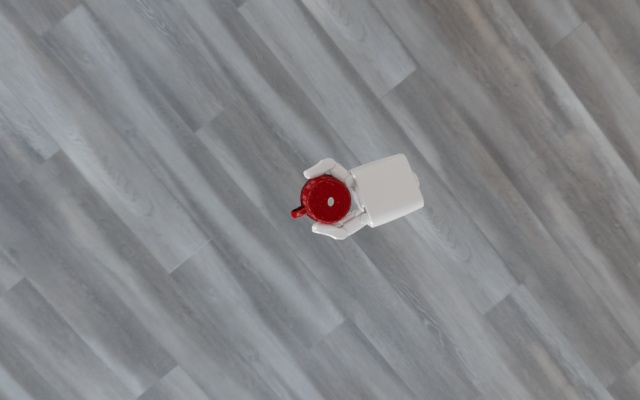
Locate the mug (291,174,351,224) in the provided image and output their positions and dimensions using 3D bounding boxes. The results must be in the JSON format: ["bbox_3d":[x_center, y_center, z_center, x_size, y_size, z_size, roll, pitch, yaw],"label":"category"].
[{"bbox_3d":[-0.001,0.003,0.870,0.117,0.093,0.081,-22,6,-4],"label":"mug"}]
